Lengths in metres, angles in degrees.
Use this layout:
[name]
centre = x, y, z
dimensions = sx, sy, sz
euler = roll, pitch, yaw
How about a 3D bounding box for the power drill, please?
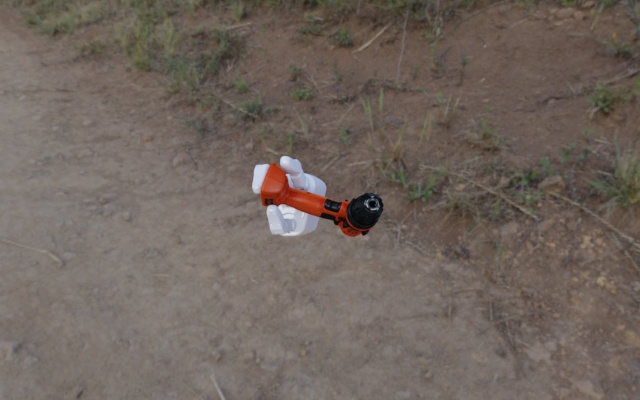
[power drill]
centre = 0.000, 0.002, 0.758
dimensions = 0.187, 0.057, 0.184
euler = 21, -16, -1
